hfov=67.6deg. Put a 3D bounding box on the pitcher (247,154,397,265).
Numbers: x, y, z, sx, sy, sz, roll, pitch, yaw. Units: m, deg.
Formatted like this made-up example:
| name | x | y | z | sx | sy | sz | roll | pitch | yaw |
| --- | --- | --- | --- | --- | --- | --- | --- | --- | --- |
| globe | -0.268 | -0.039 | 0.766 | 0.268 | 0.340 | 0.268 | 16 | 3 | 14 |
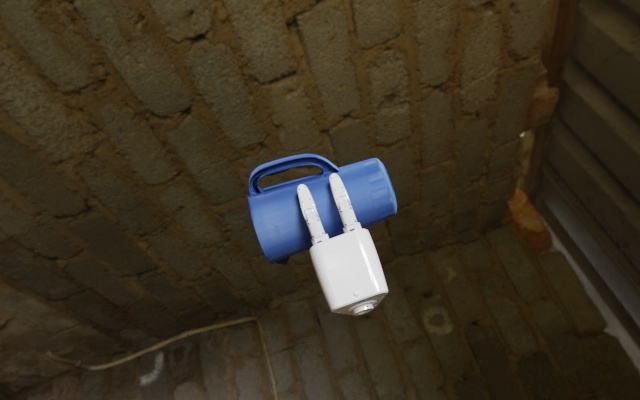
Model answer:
| name | x | y | z | sx | sy | sz | roll | pitch | yaw |
| --- | --- | --- | --- | --- | --- | --- | --- | --- | --- |
| pitcher | 0.000 | 0.003 | 0.828 | 0.243 | 0.145 | 0.149 | -19 | -23 | 0 |
